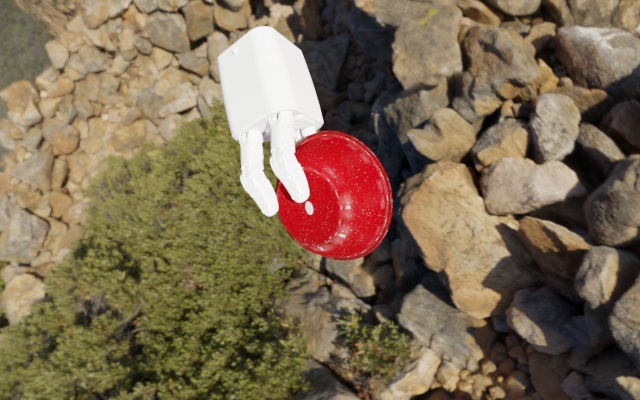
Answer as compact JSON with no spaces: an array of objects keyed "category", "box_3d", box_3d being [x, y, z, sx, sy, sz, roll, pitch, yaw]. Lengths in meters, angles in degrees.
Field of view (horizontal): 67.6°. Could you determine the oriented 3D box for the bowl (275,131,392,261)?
[{"category":"bowl","box_3d":[0.001,0.003,0.559,0.162,0.162,0.055,0,13,36]}]
